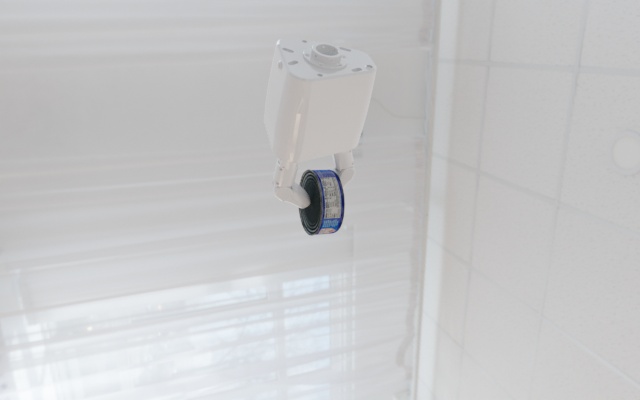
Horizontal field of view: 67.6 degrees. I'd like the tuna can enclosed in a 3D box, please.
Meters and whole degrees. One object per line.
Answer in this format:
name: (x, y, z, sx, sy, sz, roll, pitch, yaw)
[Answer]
tuna can: (0.001, 0.002, 0.623, 0.034, 0.086, 0.086, -3, 1, -21)
